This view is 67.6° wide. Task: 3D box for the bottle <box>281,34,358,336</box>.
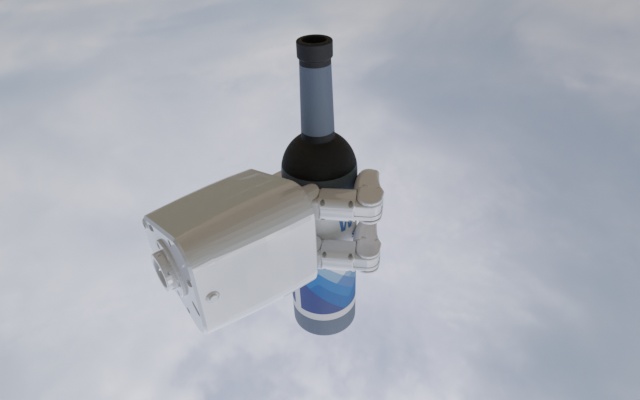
[{"bbox_3d":[0.000,0.002,0.436,0.069,0.296,0.069,-1,35,1],"label":"bottle"}]
